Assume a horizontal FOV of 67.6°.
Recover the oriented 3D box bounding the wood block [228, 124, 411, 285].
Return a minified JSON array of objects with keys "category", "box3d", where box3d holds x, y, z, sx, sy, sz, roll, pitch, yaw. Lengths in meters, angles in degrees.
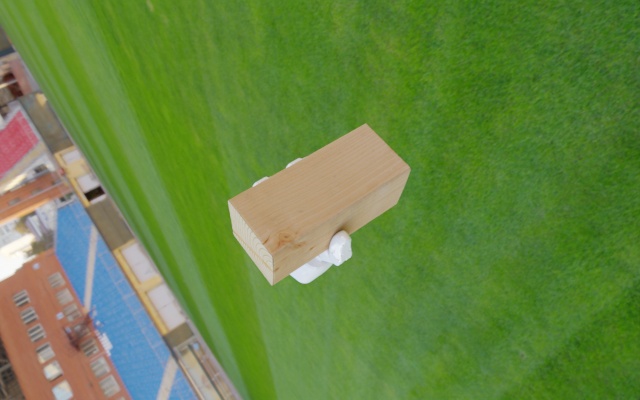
[{"category":"wood block","box3d":[0.000,0.002,0.597,0.206,0.090,0.090,-32,-23,-22]}]
